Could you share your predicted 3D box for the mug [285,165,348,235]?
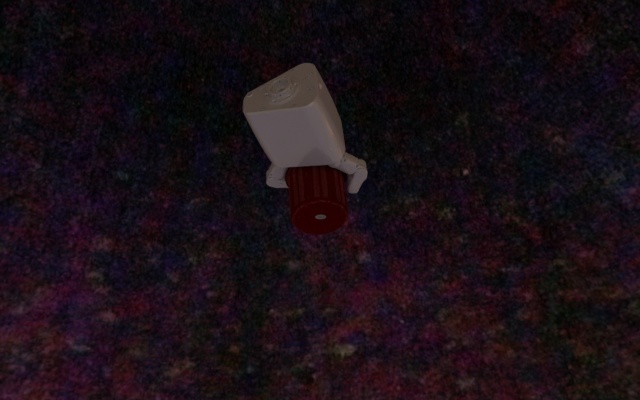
[{"bbox_3d":[0.001,0.003,0.700,0.093,0.081,0.117,-16,-41,12],"label":"mug"}]
